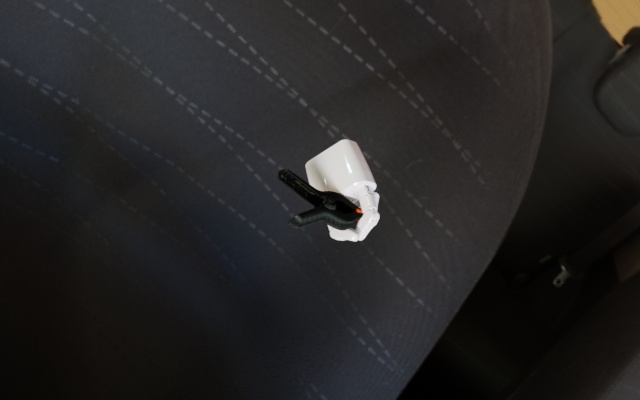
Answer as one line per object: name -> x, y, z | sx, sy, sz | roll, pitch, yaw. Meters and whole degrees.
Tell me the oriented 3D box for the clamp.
clamp -> 0.001, 0.002, 0.820 | 0.171, 0.120, 0.039 | 11, -41, -42
